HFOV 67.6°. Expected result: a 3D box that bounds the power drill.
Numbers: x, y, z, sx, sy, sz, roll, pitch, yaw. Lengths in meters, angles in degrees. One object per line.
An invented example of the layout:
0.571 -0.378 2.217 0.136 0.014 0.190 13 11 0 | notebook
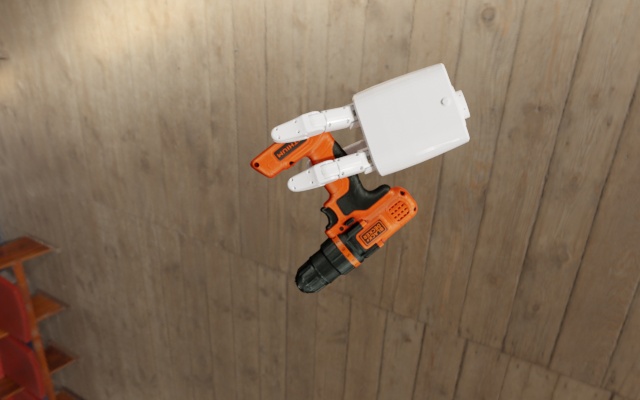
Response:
0.000 0.001 0.595 0.184 0.188 0.057 -40 11 1 | power drill
